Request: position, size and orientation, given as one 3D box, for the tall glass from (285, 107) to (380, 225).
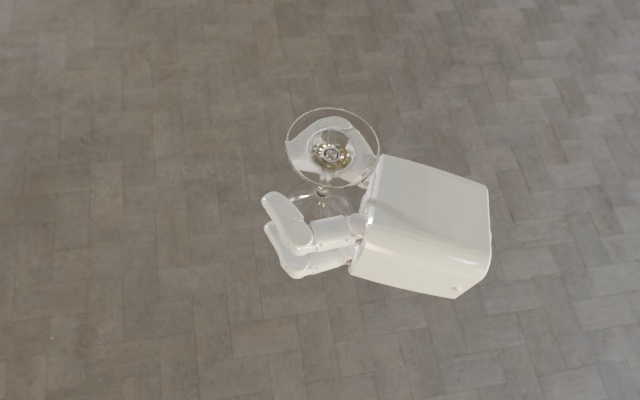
[{"bbox_3d":[0.000,0.001,0.458,0.079,0.079,0.201,0,-26,-7],"label":"tall glass"}]
